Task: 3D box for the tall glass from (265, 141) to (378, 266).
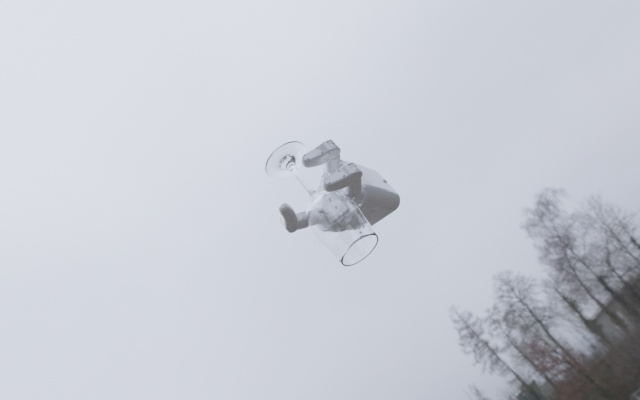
[{"bbox_3d":[0.000,0.002,0.697,0.079,0.079,0.201,0,41,-46],"label":"tall glass"}]
